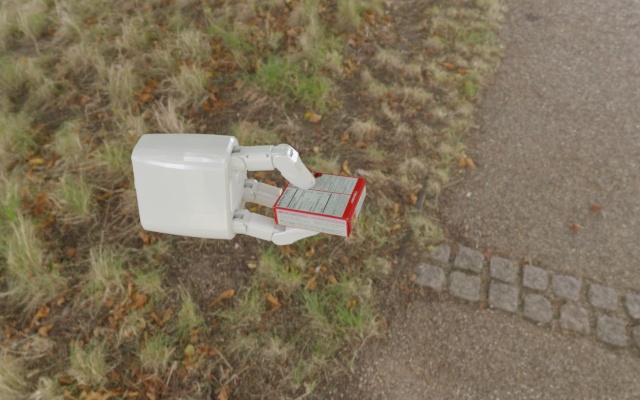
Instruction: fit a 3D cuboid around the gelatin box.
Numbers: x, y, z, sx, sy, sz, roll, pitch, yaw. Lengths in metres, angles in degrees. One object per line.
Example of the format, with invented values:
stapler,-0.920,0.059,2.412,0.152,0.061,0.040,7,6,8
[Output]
gelatin box,0.000,0.001,0.541,0.089,0.030,0.073,8,41,17
